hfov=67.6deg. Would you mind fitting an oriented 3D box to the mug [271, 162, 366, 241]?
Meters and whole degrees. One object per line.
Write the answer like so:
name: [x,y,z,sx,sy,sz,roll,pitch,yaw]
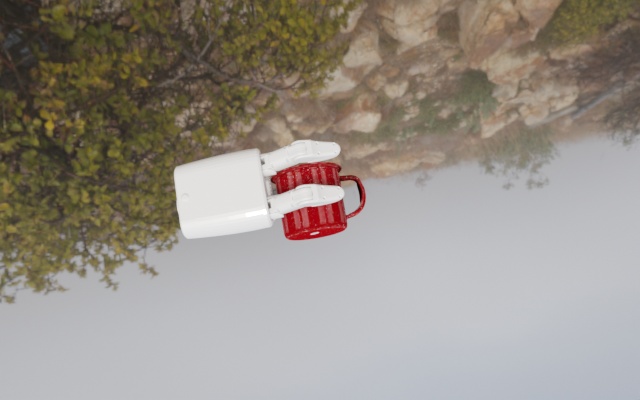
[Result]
mug: [0.002,0.002,0.610,0.117,0.081,0.093,-10,-12,0]
